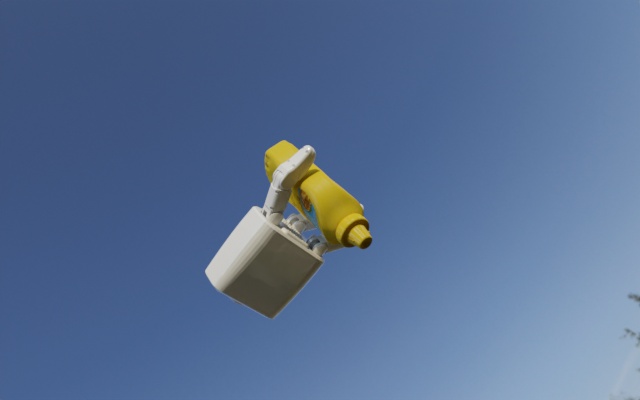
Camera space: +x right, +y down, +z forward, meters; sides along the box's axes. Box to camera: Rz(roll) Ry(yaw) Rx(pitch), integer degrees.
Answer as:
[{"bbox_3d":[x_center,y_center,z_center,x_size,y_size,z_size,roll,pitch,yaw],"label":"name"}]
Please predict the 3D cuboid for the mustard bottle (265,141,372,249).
[{"bbox_3d":[0.000,0.002,0.601,0.058,0.096,0.191,-34,44,-14],"label":"mustard bottle"}]
